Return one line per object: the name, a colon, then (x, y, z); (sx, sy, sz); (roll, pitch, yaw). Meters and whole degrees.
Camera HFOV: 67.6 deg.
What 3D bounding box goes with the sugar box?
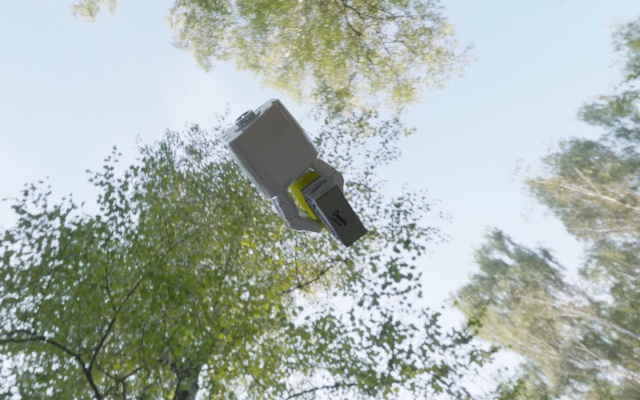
sugar box: (0.000, 0.003, 0.747); (0.048, 0.093, 0.176); (-36, 23, -6)
